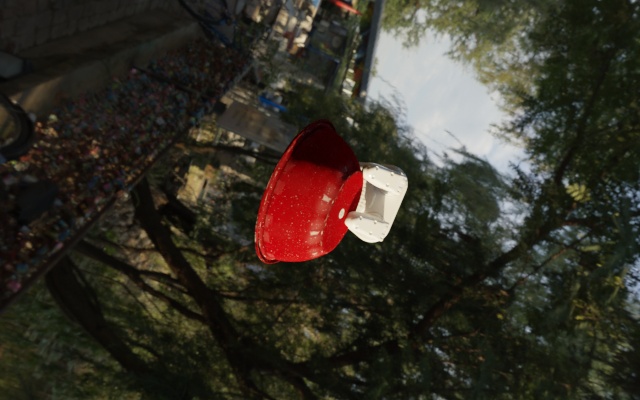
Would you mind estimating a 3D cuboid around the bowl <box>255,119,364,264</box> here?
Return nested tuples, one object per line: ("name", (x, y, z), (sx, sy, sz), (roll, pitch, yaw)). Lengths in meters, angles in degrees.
("bowl", (0.000, 0.002, 0.491), (0.055, 0.162, 0.162), (24, 8, 19))
